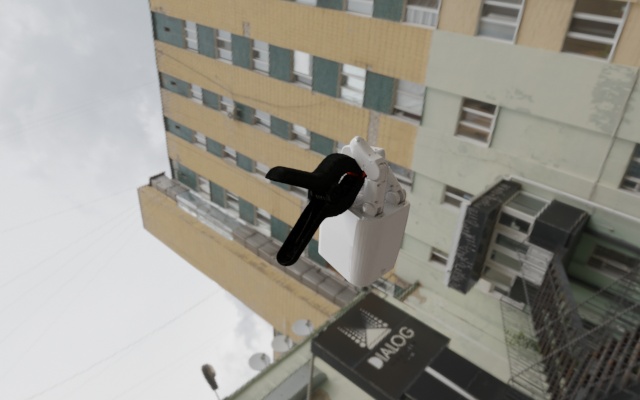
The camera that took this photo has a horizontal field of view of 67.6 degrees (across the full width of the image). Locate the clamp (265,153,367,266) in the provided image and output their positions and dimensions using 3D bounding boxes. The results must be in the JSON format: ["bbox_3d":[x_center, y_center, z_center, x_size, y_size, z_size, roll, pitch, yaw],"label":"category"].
[{"bbox_3d":[0.000,0.002,0.567,0.039,0.120,0.171,26,31,34],"label":"clamp"}]
